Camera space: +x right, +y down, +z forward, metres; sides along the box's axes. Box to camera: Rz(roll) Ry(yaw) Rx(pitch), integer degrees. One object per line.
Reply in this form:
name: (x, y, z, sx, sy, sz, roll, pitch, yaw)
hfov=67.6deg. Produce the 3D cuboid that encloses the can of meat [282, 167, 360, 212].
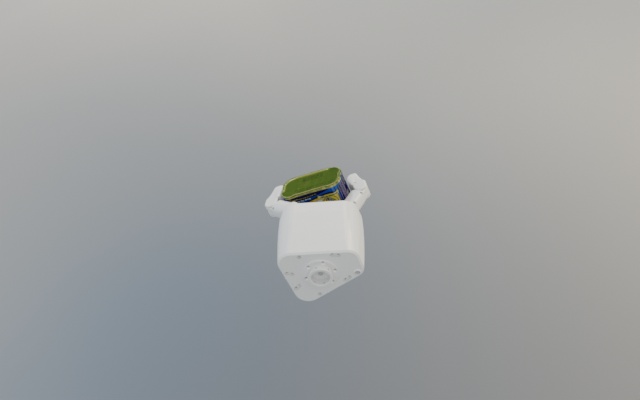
can of meat: (0.000, 0.002, 0.743, 0.102, 0.084, 0.057, -16, 34, 16)
